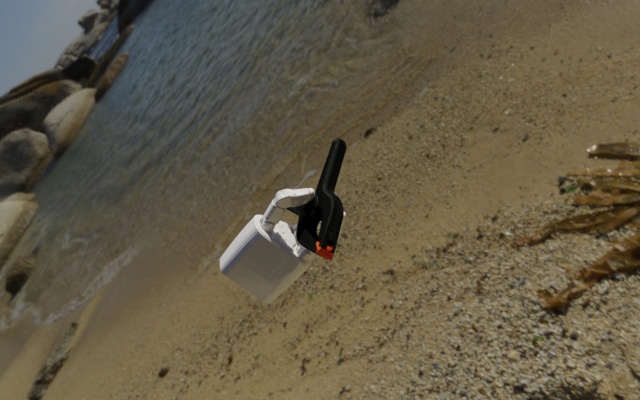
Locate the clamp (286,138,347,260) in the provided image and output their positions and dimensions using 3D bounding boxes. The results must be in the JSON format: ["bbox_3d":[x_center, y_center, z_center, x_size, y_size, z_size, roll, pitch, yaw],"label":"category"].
[{"bbox_3d":[-0.001,0.003,0.748,0.036,0.164,0.209,29,24,-29],"label":"clamp"}]
